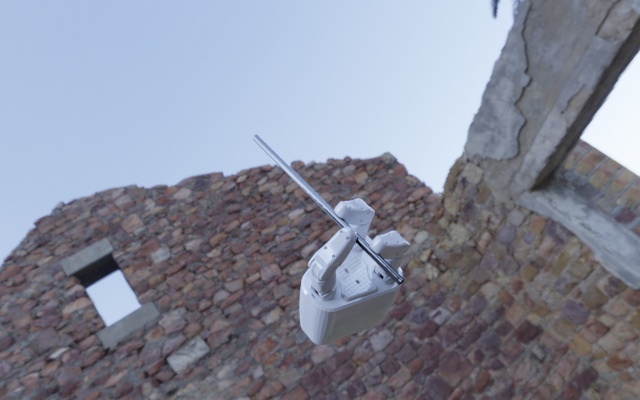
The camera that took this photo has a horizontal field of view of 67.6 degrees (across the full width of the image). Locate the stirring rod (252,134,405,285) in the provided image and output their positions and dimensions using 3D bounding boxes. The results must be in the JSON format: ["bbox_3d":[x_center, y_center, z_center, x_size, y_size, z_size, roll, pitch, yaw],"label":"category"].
[{"bbox_3d":[0.000,0.002,0.505,0.239,0.011,0.011,45,24,27],"label":"stirring rod"}]
